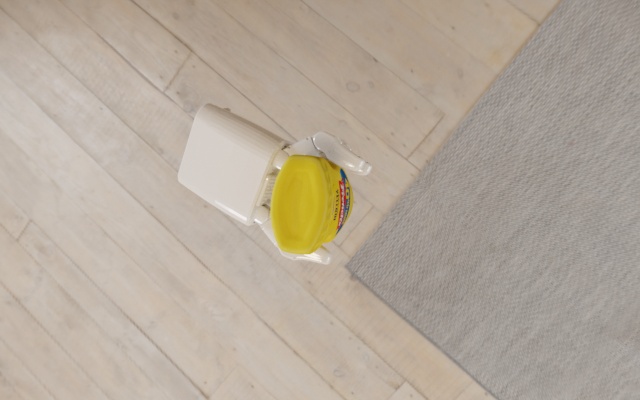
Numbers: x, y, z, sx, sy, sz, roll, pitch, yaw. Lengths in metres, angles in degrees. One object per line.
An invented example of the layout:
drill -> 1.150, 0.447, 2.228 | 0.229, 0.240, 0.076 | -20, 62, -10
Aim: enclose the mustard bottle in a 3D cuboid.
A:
mustard bottle -> 0.000, 0.002, 0.540 | 0.058, 0.096, 0.191 | 5, 3, 13
